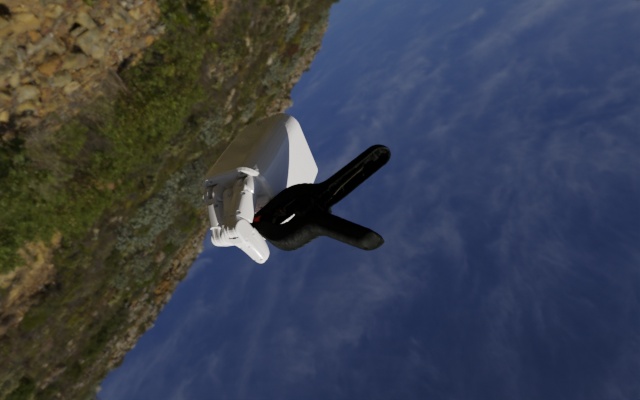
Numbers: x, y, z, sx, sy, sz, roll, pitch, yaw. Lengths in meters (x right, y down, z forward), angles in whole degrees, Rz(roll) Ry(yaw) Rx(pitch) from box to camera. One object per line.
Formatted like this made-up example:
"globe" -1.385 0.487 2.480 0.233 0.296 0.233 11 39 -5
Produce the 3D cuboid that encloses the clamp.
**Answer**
"clamp" 0.000 0.002 0.497 0.171 0.120 0.039 -6 -44 35
